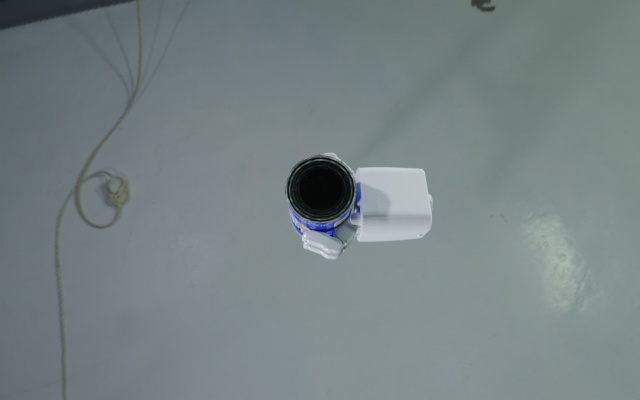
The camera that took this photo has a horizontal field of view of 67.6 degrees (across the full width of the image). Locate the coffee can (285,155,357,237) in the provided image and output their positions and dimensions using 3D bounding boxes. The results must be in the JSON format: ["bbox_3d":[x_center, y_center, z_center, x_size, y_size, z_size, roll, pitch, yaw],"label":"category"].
[{"bbox_3d":[0.000,0.002,0.741,0.103,0.102,0.140,0,-16,0],"label":"coffee can"}]
